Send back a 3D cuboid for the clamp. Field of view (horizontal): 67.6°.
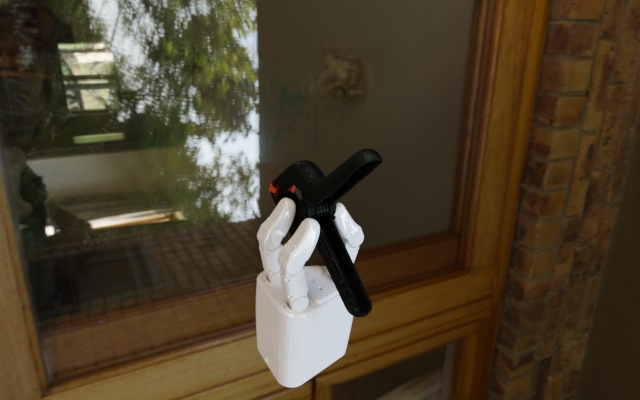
[{"bbox_3d":[0.001,0.002,0.512,0.036,0.165,0.210,-6,26,-28],"label":"clamp"}]
